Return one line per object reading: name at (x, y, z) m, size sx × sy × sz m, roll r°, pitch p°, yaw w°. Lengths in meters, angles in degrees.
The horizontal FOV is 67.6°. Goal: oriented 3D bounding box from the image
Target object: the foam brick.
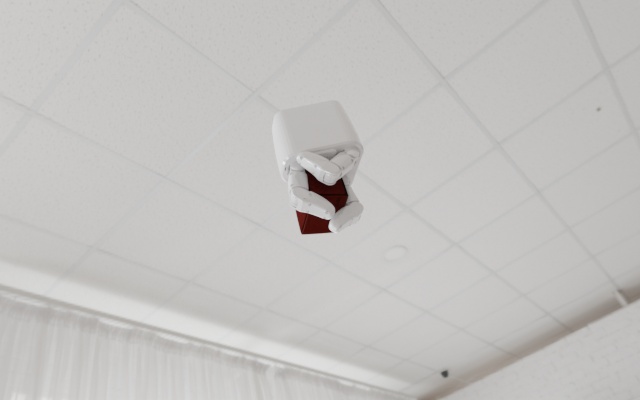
foam brick at (0.000, 0.002, 0.657) m, size 0.053 × 0.051 × 0.078 m, roll -1°, pitch -44°, yaw -18°
